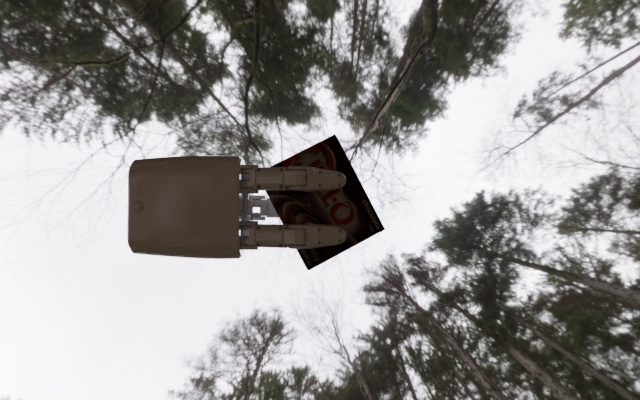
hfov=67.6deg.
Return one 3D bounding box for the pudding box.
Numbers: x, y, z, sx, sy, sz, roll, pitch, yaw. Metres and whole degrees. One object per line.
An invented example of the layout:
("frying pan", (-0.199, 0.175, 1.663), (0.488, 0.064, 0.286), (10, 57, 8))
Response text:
("pudding box", (0.000, 0.002, 0.494), (0.090, 0.113, 0.039), (-28, 1, -4))
